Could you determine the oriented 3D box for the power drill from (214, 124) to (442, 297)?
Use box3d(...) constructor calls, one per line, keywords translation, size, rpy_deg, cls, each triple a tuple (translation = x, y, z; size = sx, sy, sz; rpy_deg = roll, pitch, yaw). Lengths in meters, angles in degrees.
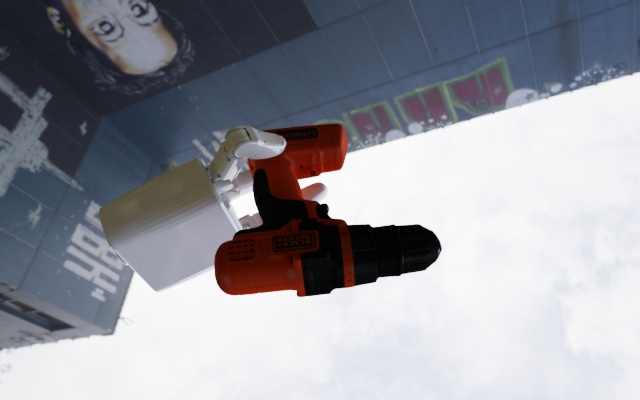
box3d(translation=(0.000, 0.001, 0.440), size=(0.184, 0.057, 0.187), rpy_deg=(-5, 40, -3), cls="power drill")
